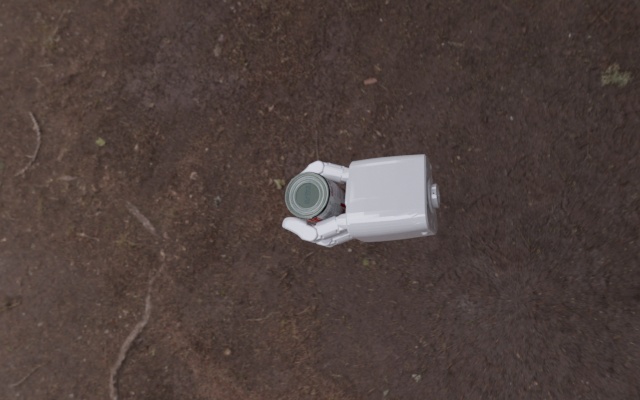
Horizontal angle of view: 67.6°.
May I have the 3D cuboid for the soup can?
[{"bbox_3d":[0.000,0.002,0.688,0.068,0.068,0.102,0,-11,22],"label":"soup can"}]
